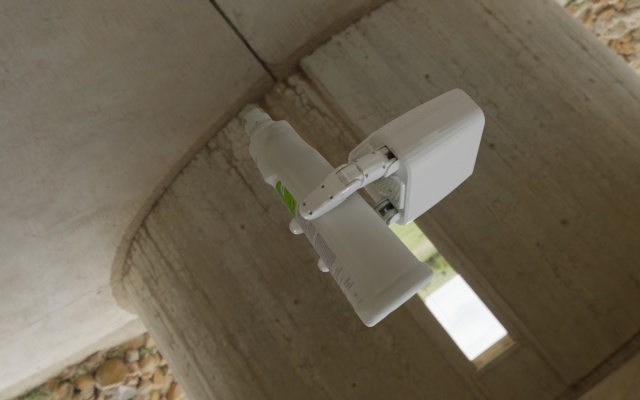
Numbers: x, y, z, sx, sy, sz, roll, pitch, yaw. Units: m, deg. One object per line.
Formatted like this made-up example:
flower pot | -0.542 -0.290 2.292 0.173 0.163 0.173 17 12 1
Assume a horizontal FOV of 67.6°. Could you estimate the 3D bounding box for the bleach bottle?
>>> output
bleach bottle | 0.000 0.002 0.477 0.068 0.250 0.103 -32 -17 -18
